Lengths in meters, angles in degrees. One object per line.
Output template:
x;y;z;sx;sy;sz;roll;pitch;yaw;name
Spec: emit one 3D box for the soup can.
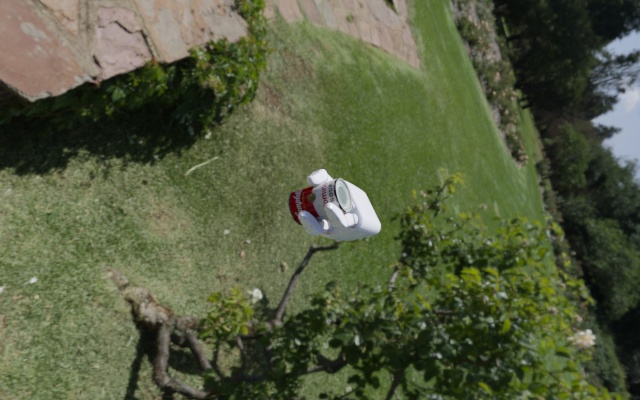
0.000;0.003;0.899;0.102;0.068;0.068;-16;-7;26;soup can
